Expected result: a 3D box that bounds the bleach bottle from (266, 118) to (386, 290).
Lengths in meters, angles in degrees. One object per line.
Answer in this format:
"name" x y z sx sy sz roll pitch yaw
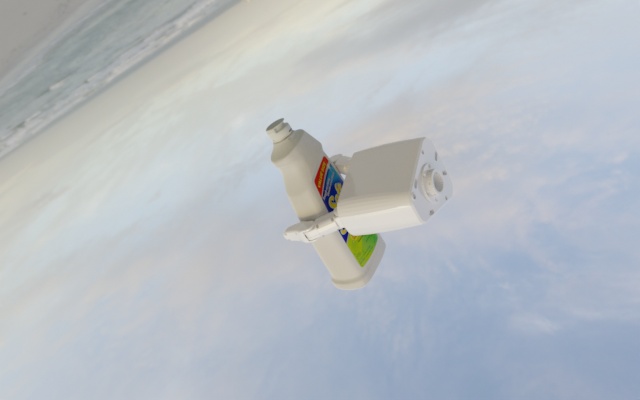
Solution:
"bleach bottle" 0.000 0.002 0.663 0.068 0.251 0.102 -10 33 41
